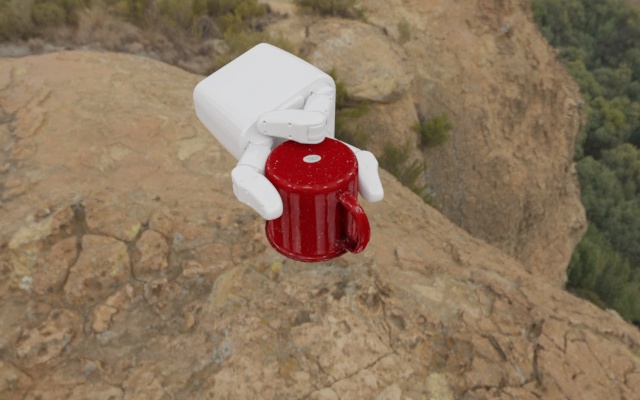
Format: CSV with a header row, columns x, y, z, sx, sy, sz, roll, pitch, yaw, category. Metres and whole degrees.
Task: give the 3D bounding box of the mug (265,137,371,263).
x,y,z,sx,sy,sz,roll,pitch,yaw,category
0.001,0.002,0.426,0.093,0.082,0.117,-27,48,-27,mug
